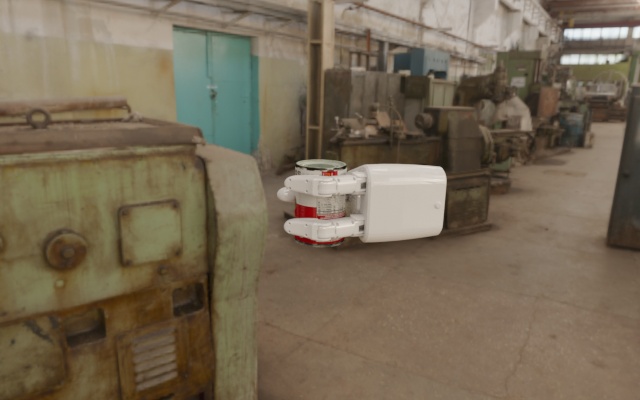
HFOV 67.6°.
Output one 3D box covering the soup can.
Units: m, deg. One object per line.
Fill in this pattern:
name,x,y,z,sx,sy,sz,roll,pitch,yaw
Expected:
soup can,0.000,0.002,0.621,0.068,0.102,0.068,1,14,0
